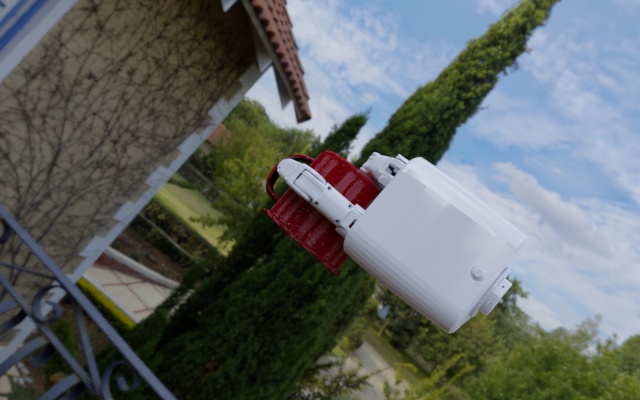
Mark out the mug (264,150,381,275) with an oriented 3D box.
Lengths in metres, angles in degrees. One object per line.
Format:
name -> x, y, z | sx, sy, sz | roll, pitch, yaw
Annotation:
mug -> -0.001, 0.000, 0.447 | 0.117, 0.081, 0.093 | 40, -3, 22
